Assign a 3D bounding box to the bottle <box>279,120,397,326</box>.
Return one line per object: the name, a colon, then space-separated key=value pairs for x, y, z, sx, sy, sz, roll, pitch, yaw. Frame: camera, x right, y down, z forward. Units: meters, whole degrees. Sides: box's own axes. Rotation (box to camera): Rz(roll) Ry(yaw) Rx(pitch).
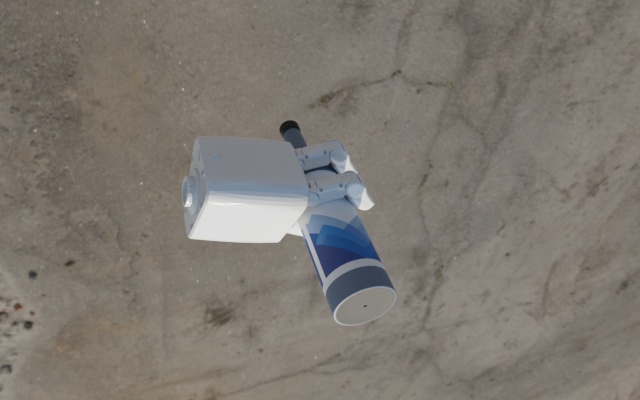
bottle: x=0.000 y=0.002 z=0.561 sx=0.069 sy=0.069 sz=0.295 roll=0 pitch=44 yaw=-24
